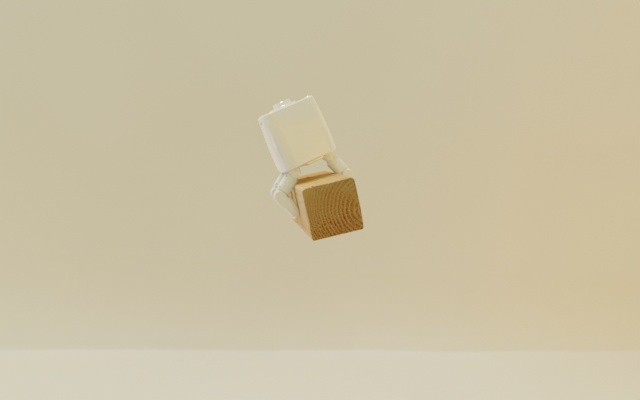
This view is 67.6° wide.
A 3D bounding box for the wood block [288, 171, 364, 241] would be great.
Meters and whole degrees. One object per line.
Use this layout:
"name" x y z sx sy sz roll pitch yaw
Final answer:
"wood block" 0.000 0.002 0.870 0.091 0.090 0.206 -14 10 -10
